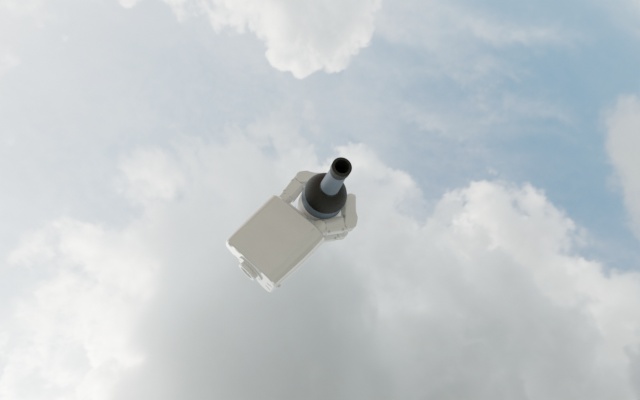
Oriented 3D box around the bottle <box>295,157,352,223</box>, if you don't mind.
[{"bbox_3d":[0.000,0.002,0.750,0.069,0.069,0.296,0,-18,-11],"label":"bottle"}]
